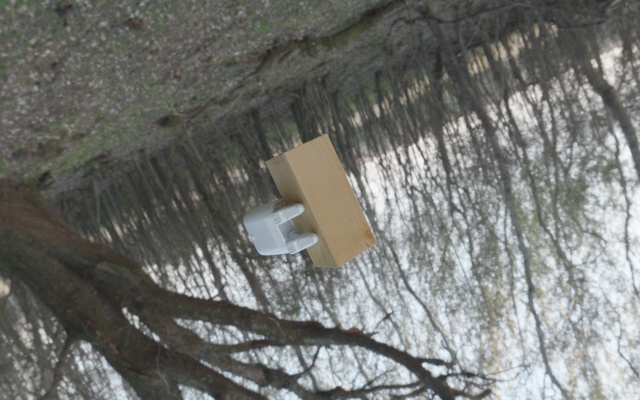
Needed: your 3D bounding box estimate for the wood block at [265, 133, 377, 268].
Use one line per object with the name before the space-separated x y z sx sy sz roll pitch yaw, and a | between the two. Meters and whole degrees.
wood block | 0.000 0.003 0.820 0.091 0.206 0.090 -29 8 -27
